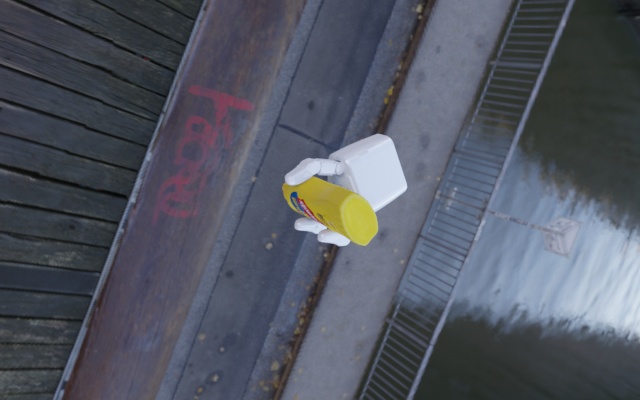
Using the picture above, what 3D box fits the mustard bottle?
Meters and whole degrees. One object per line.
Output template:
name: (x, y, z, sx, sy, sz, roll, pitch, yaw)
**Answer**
mustard bottle: (0.000, 0.003, 0.754, 0.191, 0.058, 0.096, 25, -21, 47)
